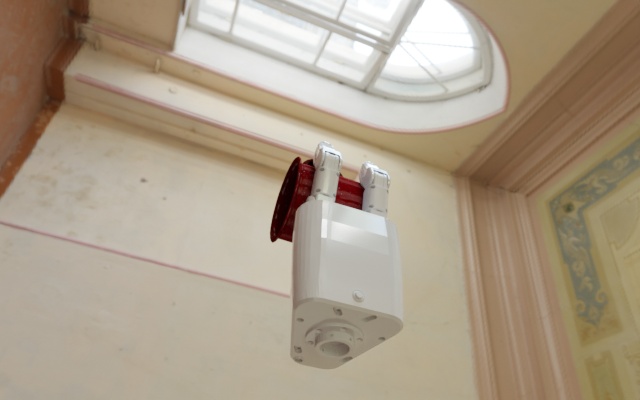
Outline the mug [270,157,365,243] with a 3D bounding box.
[{"bbox_3d":[0.000,0.001,0.514,0.081,0.117,0.093,17,-47,-14],"label":"mug"}]
